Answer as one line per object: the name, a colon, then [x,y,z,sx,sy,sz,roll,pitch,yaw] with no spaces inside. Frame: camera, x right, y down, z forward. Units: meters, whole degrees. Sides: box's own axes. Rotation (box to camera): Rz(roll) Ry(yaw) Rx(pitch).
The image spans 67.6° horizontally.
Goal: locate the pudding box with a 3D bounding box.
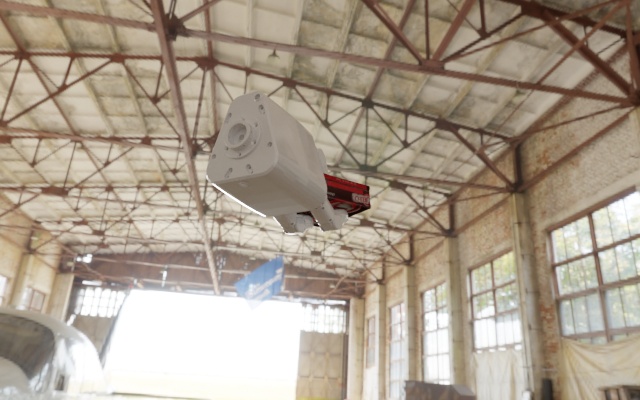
pudding box: [0.000,0.002,0.657,0.090,0.039,0.113,15,-23,-32]
